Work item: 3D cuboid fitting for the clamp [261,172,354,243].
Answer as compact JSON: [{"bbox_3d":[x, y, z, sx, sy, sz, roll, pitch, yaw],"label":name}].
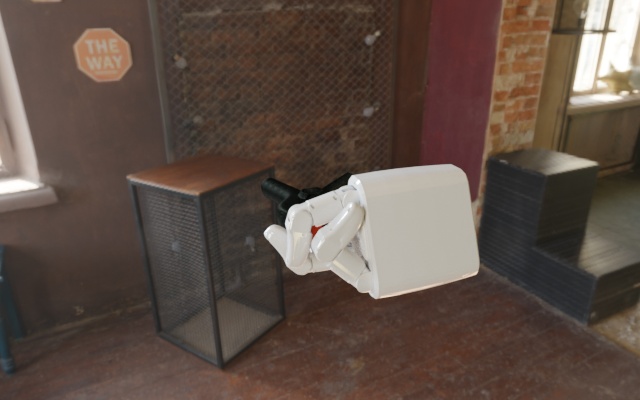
[{"bbox_3d":[0.000,0.001,0.539,0.120,0.039,0.171,-13,24,-8],"label":"clamp"}]
